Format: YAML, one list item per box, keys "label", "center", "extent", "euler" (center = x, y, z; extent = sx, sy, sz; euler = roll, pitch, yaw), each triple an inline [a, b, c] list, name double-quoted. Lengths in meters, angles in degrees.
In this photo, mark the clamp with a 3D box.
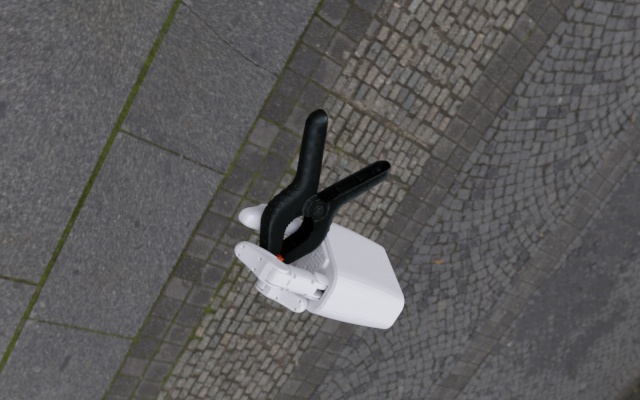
- label: "clamp"
  center: [0.000, 0.002, 0.502]
  extent: [0.120, 0.171, 0.039]
  euler: [23, 14, -30]
